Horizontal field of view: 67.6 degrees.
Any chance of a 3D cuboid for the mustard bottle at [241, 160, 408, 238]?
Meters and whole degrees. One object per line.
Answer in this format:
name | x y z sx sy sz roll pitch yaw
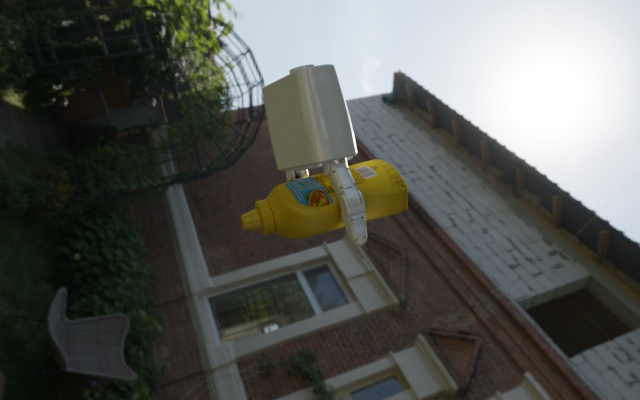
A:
mustard bottle | 0.000 0.002 0.569 0.191 0.058 0.096 -14 31 -17
